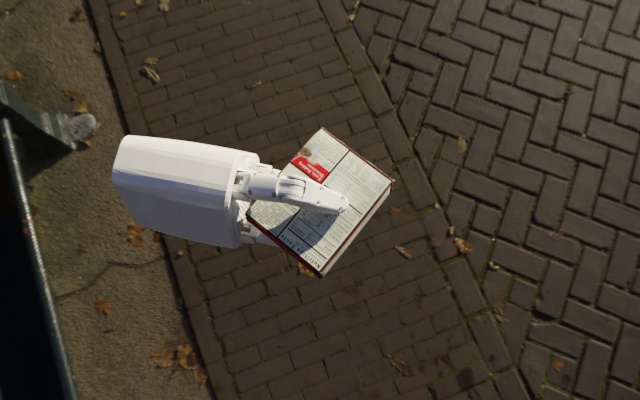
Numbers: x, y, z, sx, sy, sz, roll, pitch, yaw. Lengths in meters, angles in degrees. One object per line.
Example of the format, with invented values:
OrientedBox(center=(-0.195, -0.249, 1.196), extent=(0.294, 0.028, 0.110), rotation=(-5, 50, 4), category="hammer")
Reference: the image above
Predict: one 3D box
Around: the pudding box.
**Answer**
OrientedBox(center=(0.000, 0.001, 0.443), extent=(0.090, 0.113, 0.039), rotation=(38, -9, 10), category="pudding box")
